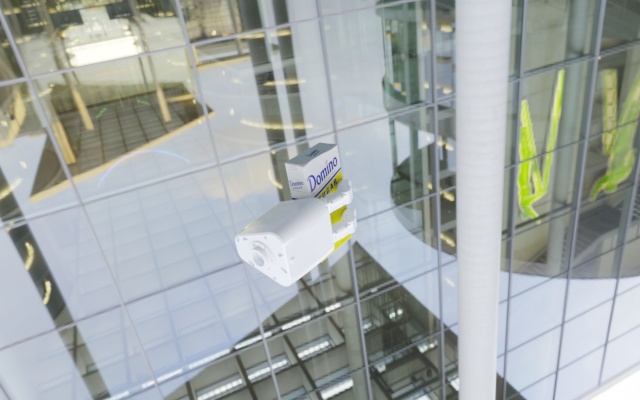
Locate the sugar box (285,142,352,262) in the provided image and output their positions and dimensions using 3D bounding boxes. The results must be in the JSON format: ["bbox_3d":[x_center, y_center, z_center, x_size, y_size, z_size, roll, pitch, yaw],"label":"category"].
[{"bbox_3d":[0.000,0.003,0.791,0.048,0.176,0.093,13,34,36],"label":"sugar box"}]
